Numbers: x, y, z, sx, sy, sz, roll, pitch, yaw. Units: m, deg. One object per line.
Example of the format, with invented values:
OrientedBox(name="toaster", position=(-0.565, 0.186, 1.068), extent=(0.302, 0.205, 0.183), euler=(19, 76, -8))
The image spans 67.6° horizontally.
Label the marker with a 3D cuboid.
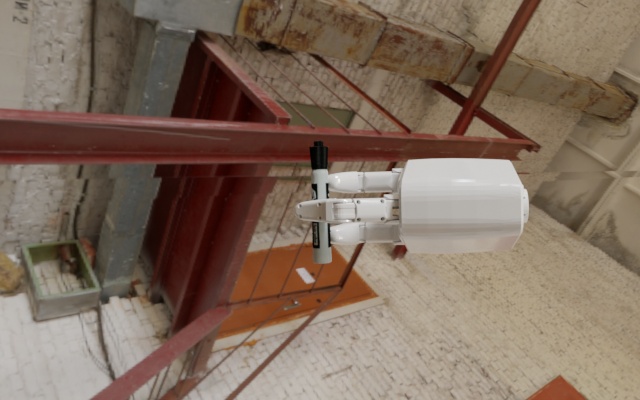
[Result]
OrientedBox(name="marker", position=(0.000, 0.002, 0.475), extent=(0.020, 0.121, 0.020), euler=(-2, 2, 0))
